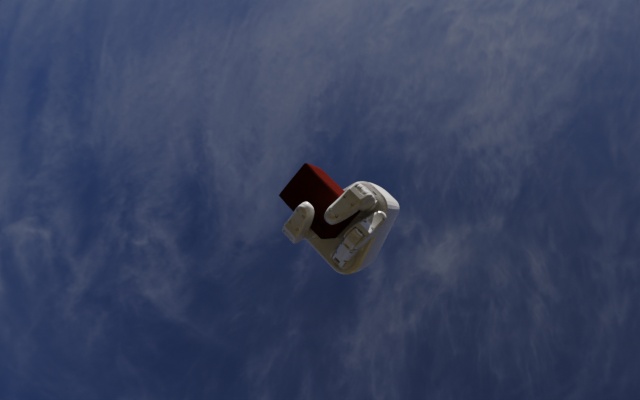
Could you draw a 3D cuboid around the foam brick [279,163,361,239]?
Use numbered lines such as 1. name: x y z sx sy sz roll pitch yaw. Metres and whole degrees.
1. foam brick: 0.000 0.002 0.571 0.078 0.053 0.051 46 13 15
